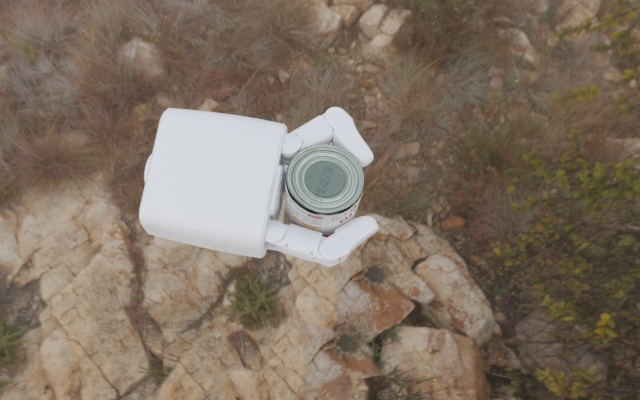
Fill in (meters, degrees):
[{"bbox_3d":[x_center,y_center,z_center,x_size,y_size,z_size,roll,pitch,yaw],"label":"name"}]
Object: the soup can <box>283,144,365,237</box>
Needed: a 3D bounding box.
[{"bbox_3d":[0.001,0.002,0.437,0.068,0.068,0.102,0,-25,-5],"label":"soup can"}]
